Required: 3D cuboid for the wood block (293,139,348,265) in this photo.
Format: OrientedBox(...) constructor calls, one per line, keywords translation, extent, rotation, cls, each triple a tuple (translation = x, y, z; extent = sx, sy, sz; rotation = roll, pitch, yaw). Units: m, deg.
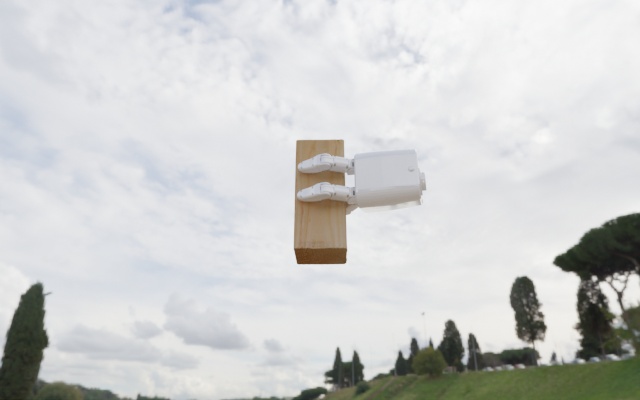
OrientedBox(translation=(0.001, 0.003, 0.852), extent=(0.090, 0.206, 0.091), rotation=(-1, -25, 2), cls="wood block")
